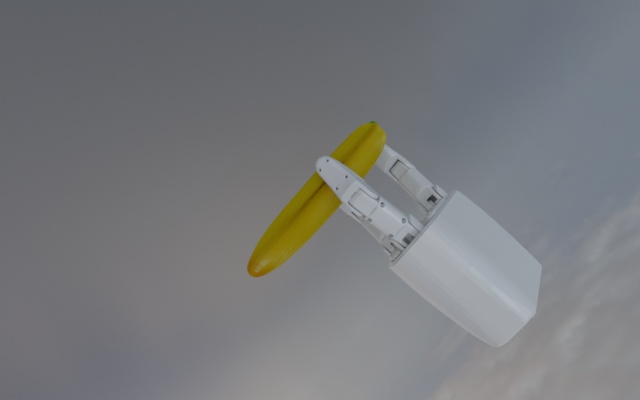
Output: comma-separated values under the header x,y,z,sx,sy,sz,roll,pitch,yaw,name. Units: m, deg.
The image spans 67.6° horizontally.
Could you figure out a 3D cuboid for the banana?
x,y,z,sx,sy,sz,roll,pitch,yaw,name
0.003,-0.005,0.439,0.037,0.198,0.070,40,-11,5,banana
